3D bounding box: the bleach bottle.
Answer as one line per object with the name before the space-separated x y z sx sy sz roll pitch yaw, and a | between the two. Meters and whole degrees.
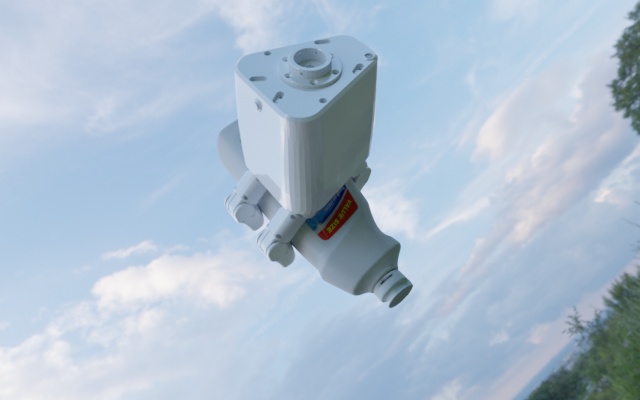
bleach bottle | 0.000 0.002 0.478 0.102 0.068 0.250 -31 58 -23
